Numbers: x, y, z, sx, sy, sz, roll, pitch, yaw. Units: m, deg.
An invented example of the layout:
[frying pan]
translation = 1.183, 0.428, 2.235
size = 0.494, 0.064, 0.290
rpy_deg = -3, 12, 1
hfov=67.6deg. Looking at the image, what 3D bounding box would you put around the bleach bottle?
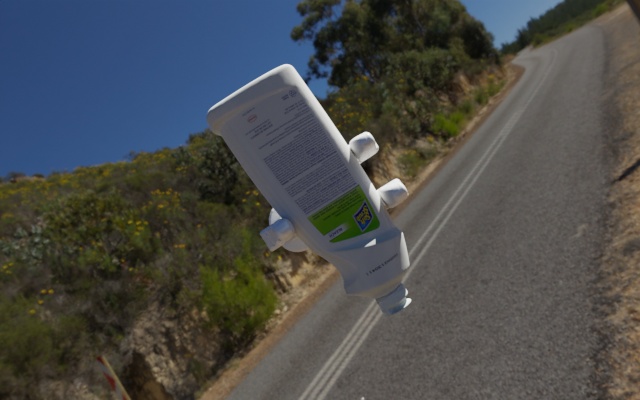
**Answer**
[bleach bottle]
translation = 0.000, 0.001, 0.459
size = 0.102, 0.251, 0.068
rpy_deg = -32, -1, -3
